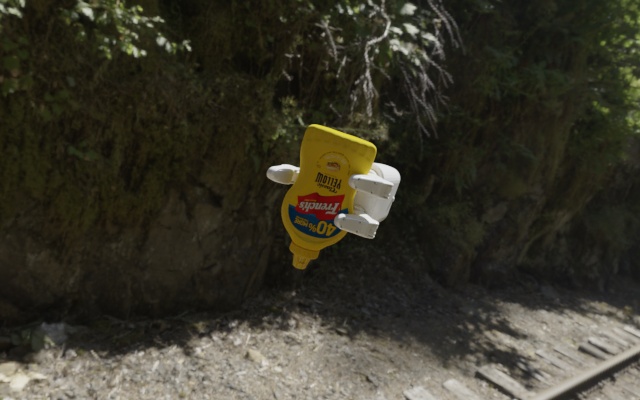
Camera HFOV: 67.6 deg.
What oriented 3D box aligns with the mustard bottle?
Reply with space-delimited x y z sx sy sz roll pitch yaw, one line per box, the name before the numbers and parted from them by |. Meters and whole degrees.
mustard bottle | 0.000 0.002 0.640 0.096 0.192 0.058 18 11 -3
